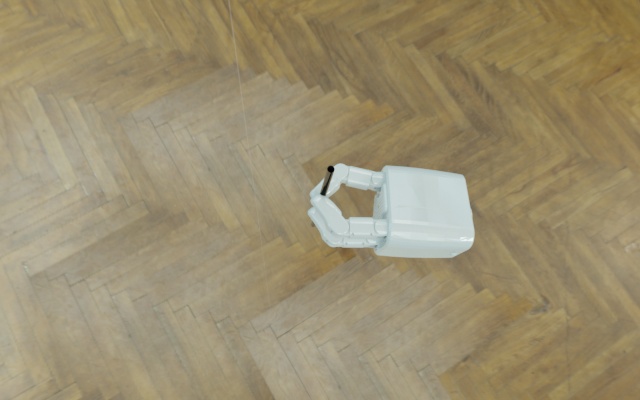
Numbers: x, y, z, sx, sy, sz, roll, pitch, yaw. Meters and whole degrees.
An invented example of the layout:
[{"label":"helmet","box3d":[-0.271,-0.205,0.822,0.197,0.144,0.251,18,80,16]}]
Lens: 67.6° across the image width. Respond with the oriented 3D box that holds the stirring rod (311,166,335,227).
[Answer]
[{"label":"stirring rod","box3d":[0.000,0.002,0.612,0.011,0.011,0.240,0,-17,-5]}]
